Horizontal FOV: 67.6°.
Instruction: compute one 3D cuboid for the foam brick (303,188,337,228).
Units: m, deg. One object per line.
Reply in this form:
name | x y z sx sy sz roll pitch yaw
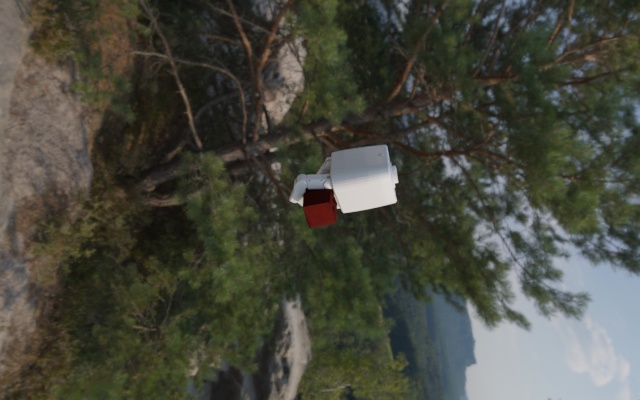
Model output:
foam brick | 0.000 0.003 0.878 0.051 0.053 0.078 -9 38 11
